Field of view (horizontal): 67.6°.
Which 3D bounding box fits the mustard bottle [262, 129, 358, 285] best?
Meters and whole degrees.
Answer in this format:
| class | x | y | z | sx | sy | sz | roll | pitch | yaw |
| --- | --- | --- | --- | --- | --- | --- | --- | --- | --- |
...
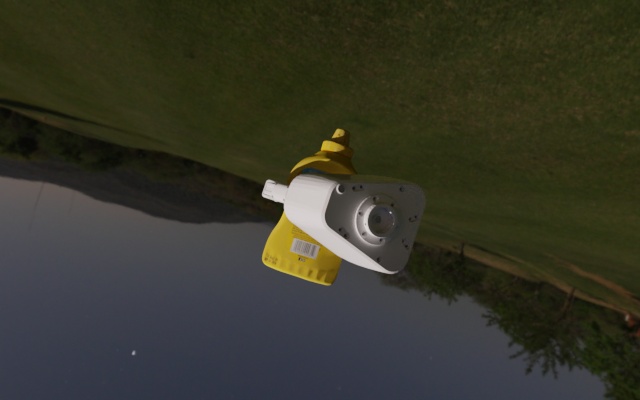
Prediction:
| class | x | y | z | sx | sy | sz | roll | pitch | yaw |
| --- | --- | --- | --- | --- | --- | --- | --- | --- | --- |
| mustard bottle | 0.000 | 0.002 | 0.602 | 0.096 | 0.191 | 0.058 | 18 | -3 | 2 |
